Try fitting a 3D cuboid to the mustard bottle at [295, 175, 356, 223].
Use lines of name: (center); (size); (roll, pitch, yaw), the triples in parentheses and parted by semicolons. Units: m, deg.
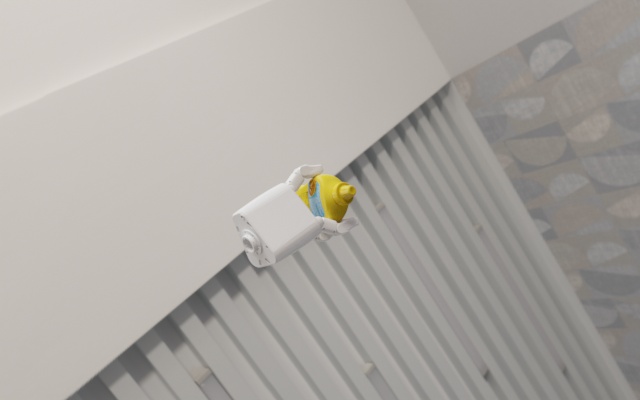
mustard bottle: (0.000, 0.003, 0.898); (0.058, 0.096, 0.192); (-4, -10, -36)
